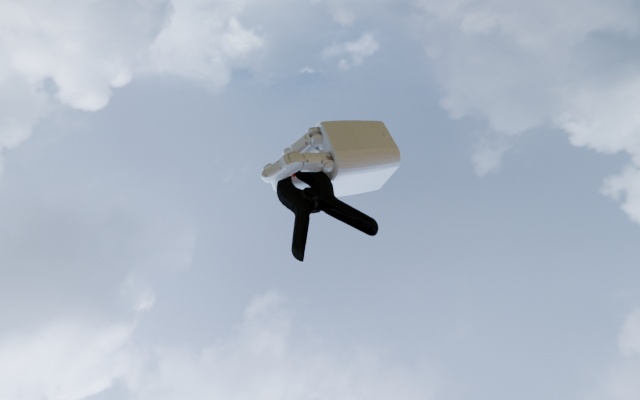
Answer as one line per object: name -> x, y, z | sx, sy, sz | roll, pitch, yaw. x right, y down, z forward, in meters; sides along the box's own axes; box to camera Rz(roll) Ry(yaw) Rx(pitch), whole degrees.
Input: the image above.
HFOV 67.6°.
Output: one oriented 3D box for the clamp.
clamp -> 0.000, 0.002, 0.650 | 0.120, 0.171, 0.039 | -7, -39, -20
